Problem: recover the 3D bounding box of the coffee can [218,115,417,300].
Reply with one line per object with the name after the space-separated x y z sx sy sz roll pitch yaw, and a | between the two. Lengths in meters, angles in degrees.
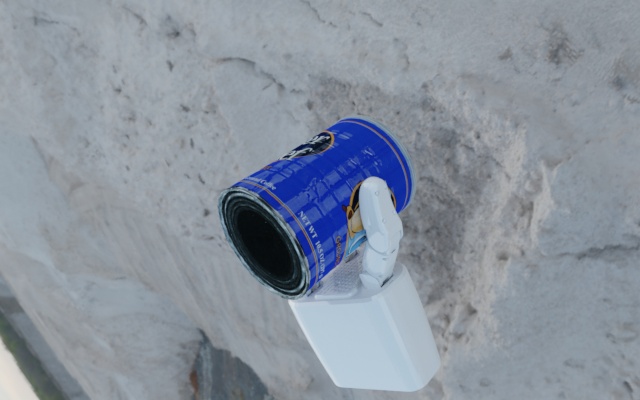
0.000 0.001 0.407 0.140 0.103 0.103 -36 22 -34 | coffee can
